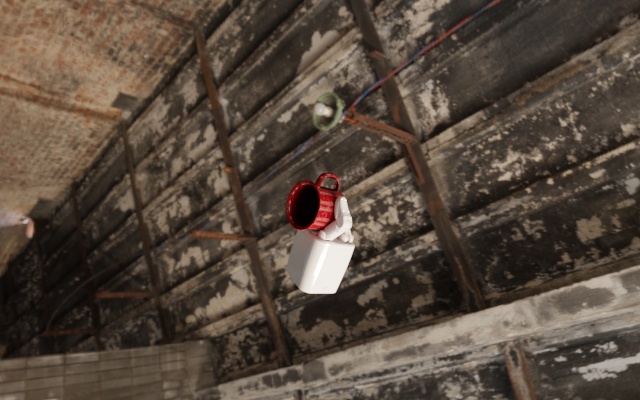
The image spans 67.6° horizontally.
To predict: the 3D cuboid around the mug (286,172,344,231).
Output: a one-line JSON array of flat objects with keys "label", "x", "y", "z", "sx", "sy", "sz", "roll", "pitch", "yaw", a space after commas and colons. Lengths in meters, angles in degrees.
[{"label": "mug", "x": 0.001, "y": 0.002, "z": 0.895, "sx": 0.081, "sy": 0.117, "sz": 0.093, "roll": 11, "pitch": 15, "yaw": -44}]
